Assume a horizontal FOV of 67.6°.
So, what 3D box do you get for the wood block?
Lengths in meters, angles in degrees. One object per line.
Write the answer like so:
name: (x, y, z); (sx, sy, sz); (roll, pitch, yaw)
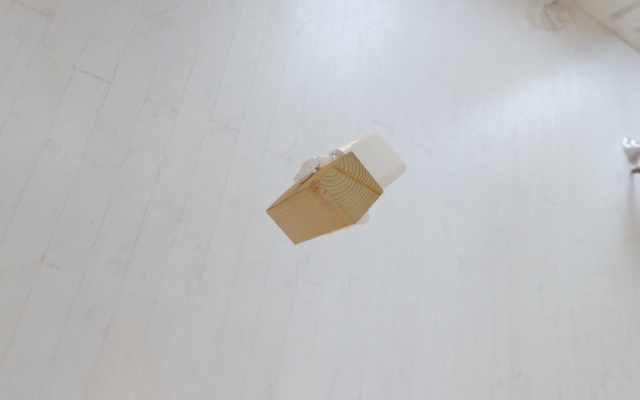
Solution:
wood block: (0.000, 0.002, 0.838); (0.090, 0.091, 0.206); (-45, 10, -32)
